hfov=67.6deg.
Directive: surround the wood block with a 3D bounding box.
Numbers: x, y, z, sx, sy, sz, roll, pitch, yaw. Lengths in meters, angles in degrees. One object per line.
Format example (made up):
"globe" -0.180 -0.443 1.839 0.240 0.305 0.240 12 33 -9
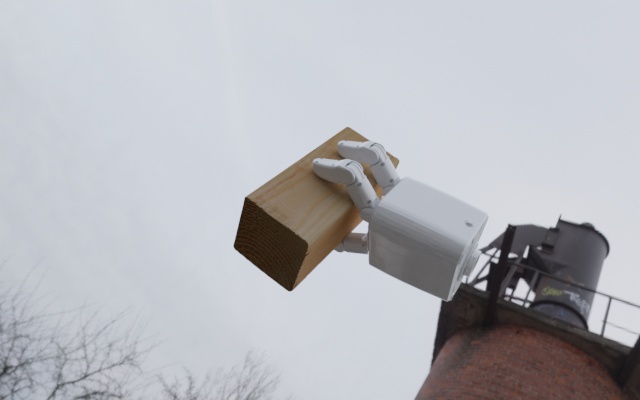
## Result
"wood block" 0.000 0.002 0.586 0.090 0.091 0.206 35 44 15
